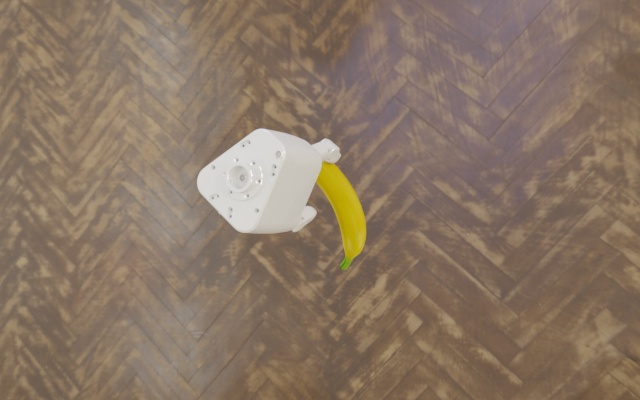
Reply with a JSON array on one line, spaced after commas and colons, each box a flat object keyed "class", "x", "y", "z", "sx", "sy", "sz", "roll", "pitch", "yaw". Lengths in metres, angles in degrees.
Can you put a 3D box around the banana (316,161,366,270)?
[{"class": "banana", "x": 0.017, "y": -0.002, "z": 0.675, "sx": 0.069, "sy": 0.198, "sz": 0.037, "roll": -26, "pitch": -7, "yaw": 21}]
